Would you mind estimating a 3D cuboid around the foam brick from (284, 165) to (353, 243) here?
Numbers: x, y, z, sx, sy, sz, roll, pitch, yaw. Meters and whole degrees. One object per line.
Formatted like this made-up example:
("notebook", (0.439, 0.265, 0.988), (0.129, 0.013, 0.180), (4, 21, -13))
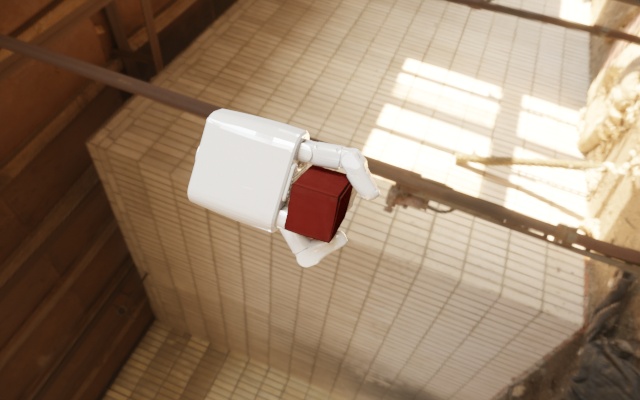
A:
("foam brick", (0.000, 0.002, 0.507), (0.051, 0.053, 0.078), (17, 22, 9))
